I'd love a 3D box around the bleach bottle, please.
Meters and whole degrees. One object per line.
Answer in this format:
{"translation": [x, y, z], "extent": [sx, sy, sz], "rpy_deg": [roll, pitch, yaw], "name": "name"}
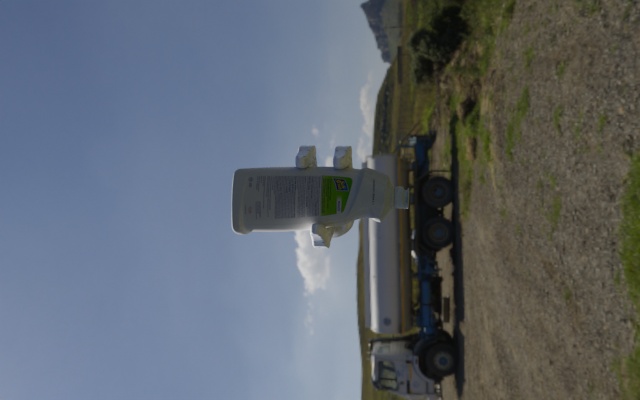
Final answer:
{"translation": [0.000, 0.002, 0.690], "extent": [0.251, 0.102, 0.068], "rpy_deg": [1, 1, 12], "name": "bleach bottle"}
